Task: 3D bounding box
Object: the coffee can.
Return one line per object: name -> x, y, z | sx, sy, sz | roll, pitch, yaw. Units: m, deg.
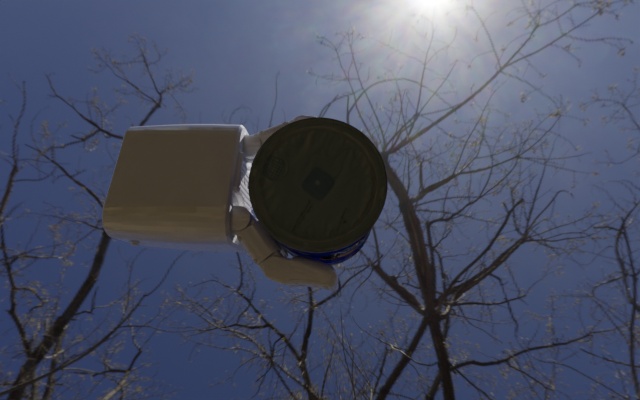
coffee can -> 0.000, 0.001, 0.417 | 0.103, 0.102, 0.140 | 0, -12, 2
